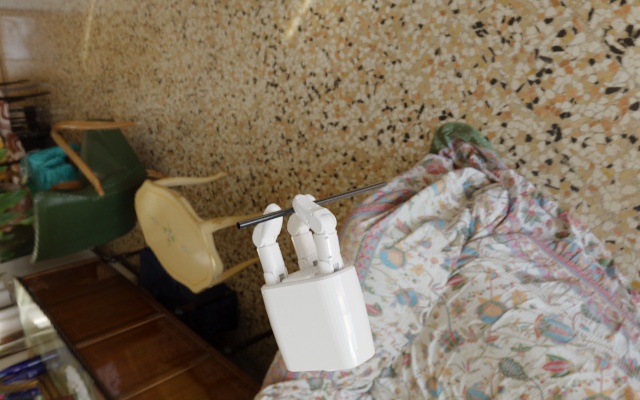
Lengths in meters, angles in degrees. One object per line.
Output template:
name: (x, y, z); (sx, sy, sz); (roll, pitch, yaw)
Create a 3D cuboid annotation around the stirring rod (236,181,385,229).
stirring rod: (0.000, 0.002, 0.583); (0.239, 0.011, 0.011); (-16, 11, -41)
